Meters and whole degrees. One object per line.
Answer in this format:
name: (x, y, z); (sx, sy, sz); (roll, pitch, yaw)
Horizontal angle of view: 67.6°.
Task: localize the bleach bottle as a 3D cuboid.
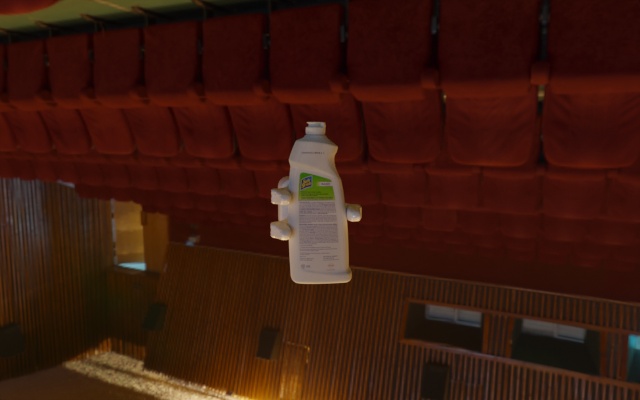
bleach bottle: (0.000, 0.003, 0.759); (0.102, 0.251, 0.068); (-1, 8, -8)
